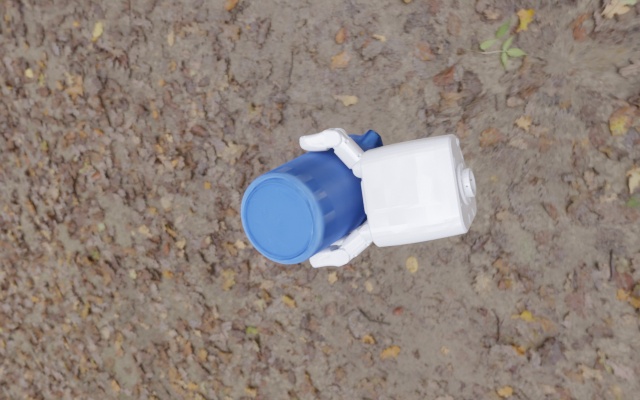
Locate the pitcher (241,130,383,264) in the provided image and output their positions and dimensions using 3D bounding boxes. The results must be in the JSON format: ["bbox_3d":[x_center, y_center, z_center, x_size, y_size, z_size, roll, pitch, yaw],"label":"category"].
[{"bbox_3d":[0.000,0.002,0.633,0.145,0.149,0.242,-11,9,28],"label":"pitcher"}]
